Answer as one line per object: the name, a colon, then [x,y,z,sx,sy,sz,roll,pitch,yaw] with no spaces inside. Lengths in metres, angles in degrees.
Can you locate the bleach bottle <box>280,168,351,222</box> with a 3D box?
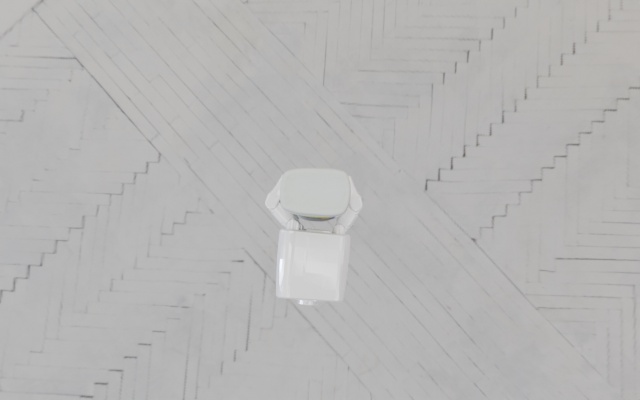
bleach bottle: [0.000,0.002,0.777,0.102,0.068,0.251,3,-7,5]
